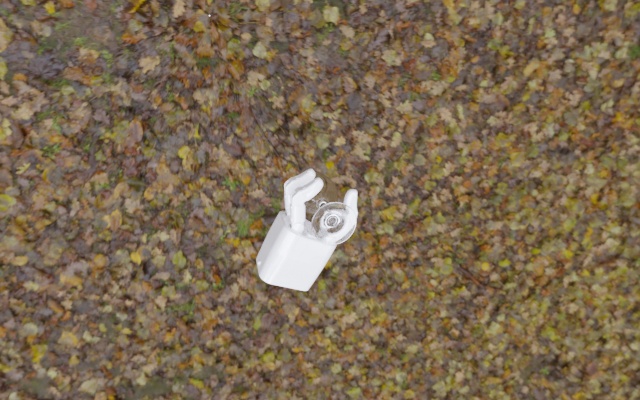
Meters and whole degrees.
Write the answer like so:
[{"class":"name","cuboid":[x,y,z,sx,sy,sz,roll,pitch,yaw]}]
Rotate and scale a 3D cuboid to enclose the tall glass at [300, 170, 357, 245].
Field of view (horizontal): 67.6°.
[{"class":"tall glass","cuboid":[0.000,0.003,0.846,0.079,0.079,0.201,0,21,-13]}]
